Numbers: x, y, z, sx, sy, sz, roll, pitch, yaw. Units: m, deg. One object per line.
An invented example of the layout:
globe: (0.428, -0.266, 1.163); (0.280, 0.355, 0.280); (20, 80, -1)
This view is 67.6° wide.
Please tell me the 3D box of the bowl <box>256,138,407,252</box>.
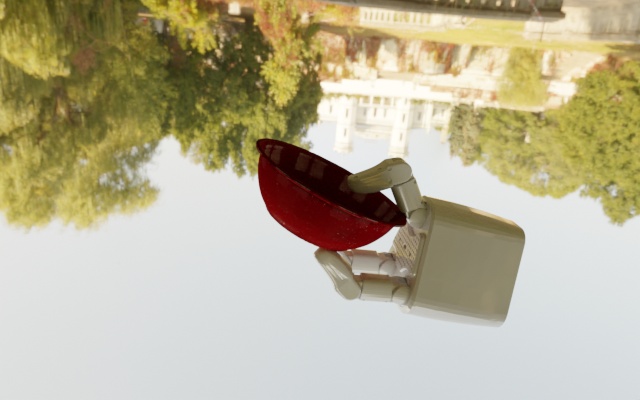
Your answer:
bowl: (-0.001, 0.001, 0.462); (0.162, 0.055, 0.162); (27, 15, -8)
